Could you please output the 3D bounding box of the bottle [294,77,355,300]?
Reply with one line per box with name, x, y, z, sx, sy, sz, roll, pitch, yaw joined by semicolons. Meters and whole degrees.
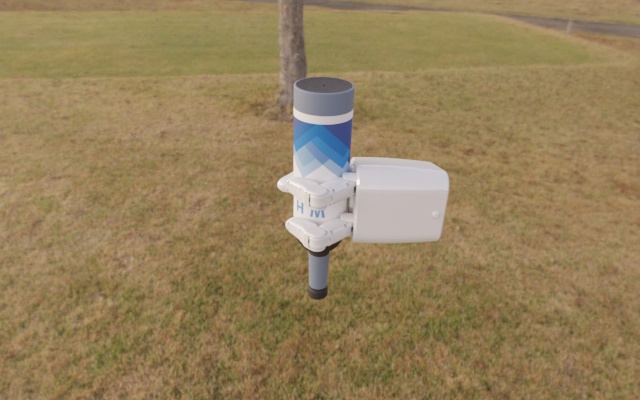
bottle;0.000;0.002;0.592;0.069;0.296;0.069;1;30;-1
